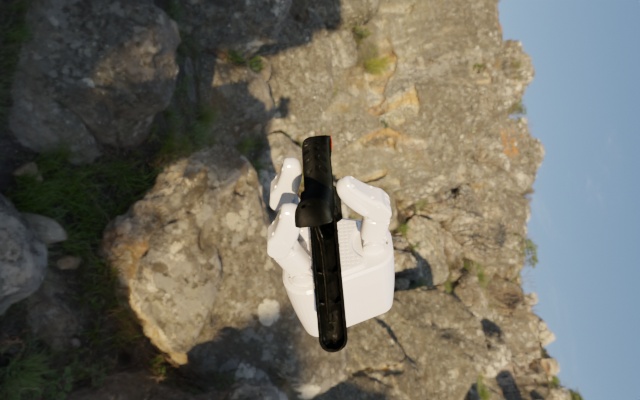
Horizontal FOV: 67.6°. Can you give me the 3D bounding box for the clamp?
[{"bbox_3d":[0.001,0.001,0.418,0.036,0.209,0.165,-5,-41,2],"label":"clamp"}]
